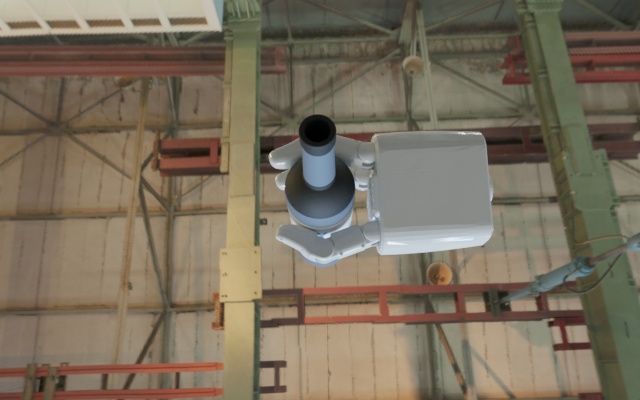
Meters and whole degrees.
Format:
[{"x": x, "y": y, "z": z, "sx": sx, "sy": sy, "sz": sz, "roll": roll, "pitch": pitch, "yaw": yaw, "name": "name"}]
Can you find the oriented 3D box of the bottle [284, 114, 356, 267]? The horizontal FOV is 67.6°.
[{"x": 0.000, "y": 0.002, "z": 0.480, "sx": 0.069, "sy": 0.069, "sz": 0.296, "roll": 0, "pitch": -21, "yaw": 1, "name": "bottle"}]
